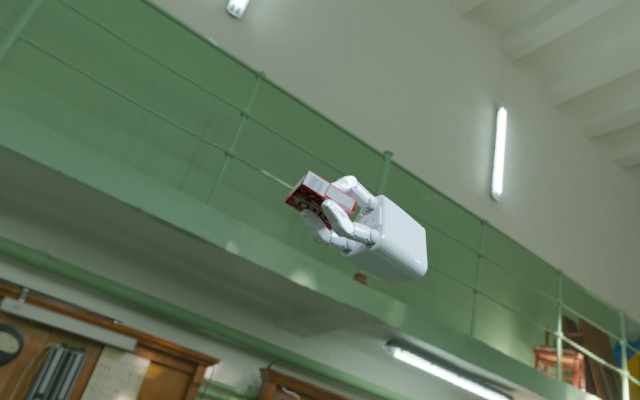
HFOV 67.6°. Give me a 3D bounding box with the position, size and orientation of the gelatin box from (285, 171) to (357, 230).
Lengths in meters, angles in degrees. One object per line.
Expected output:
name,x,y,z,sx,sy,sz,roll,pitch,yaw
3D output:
gelatin box,0.000,0.002,0.723,0.089,0.030,0.073,32,-32,-10
